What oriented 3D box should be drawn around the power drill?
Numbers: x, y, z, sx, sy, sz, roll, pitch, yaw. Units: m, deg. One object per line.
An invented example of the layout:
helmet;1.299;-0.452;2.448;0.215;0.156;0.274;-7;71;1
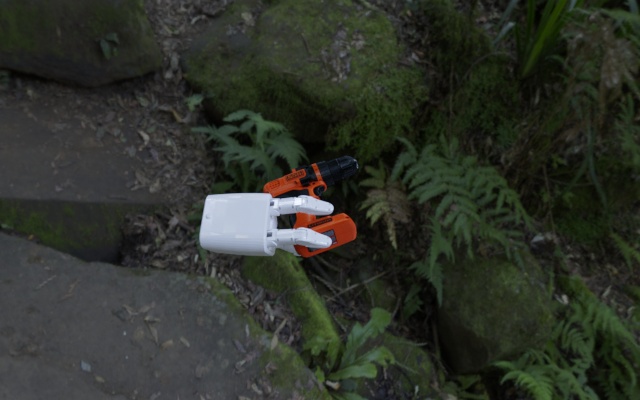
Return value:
power drill;0.000;0.003;0.843;0.184;0.057;0.187;-22;40;-1
